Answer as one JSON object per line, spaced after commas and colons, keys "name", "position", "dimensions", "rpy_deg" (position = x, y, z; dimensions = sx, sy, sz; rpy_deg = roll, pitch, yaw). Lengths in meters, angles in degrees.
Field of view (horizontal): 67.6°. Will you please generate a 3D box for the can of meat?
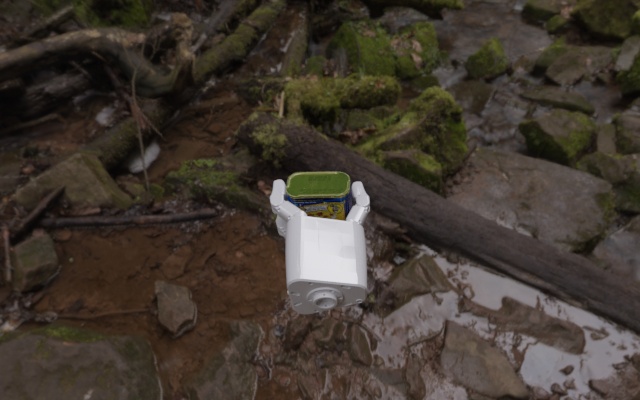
{"name": "can of meat", "position": [0.000, 0.002, 0.739], "dimensions": [0.102, 0.057, 0.084], "rpy_deg": [-1, -42, 6]}
